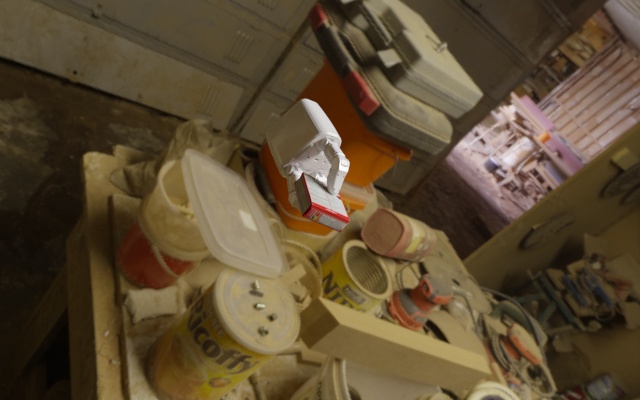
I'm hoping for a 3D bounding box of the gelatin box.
[{"bbox_3d":[0.000,0.002,0.751,0.073,0.030,0.089,24,27,-29],"label":"gelatin box"}]
